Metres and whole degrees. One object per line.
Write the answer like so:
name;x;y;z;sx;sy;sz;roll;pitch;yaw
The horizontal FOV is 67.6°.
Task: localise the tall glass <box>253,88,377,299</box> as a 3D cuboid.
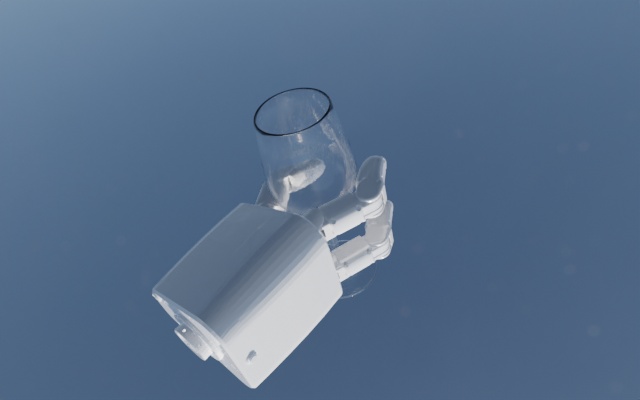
tall glass;0.000;0.002;0.429;0.079;0.201;0.079;-9;43;9
